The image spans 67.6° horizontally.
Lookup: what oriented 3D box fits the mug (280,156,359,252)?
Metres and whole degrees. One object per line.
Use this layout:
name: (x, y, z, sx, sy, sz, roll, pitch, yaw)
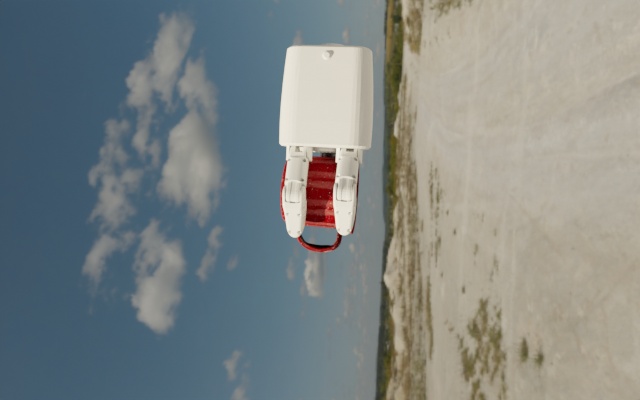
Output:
mug: (0.000, 0.003, 0.559, 0.081, 0.117, 0.093, 4, 3, 8)
